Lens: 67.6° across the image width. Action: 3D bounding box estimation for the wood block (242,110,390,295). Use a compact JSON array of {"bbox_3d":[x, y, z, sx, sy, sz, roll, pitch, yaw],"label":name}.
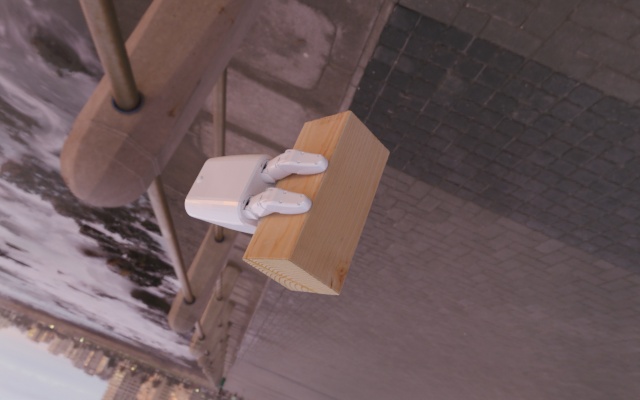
[{"bbox_3d":[0.000,0.002,0.596,0.090,0.206,0.091,-6,-36,46],"label":"wood block"}]
